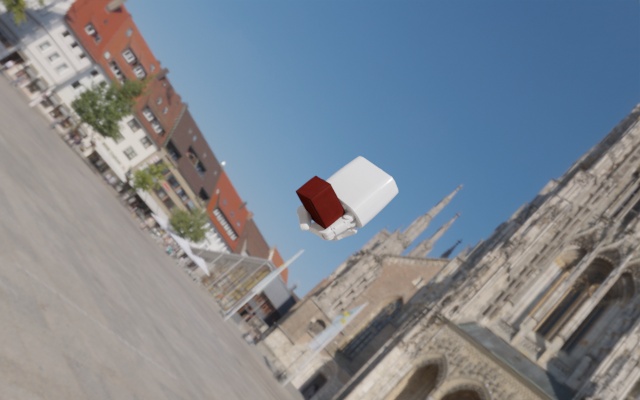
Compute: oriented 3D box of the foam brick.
[{"bbox_3d":[0.000,0.003,0.880,0.051,0.078,0.053,-39,37,-14],"label":"foam brick"}]
